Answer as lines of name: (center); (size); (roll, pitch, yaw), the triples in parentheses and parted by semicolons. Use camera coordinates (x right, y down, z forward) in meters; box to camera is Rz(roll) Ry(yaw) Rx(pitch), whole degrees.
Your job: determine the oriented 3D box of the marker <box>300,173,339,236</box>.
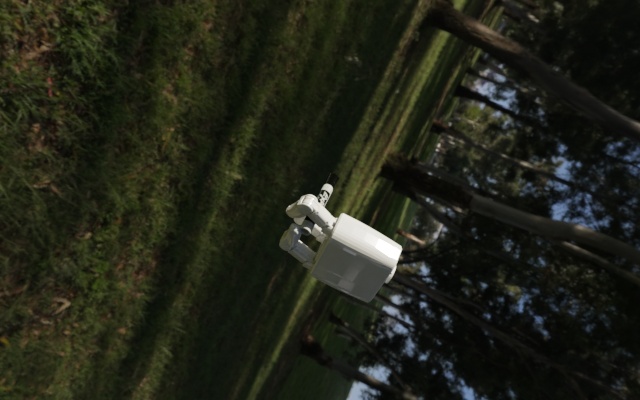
marker: (0.000, 0.002, 0.737); (0.020, 0.121, 0.020); (18, -36, 14)
